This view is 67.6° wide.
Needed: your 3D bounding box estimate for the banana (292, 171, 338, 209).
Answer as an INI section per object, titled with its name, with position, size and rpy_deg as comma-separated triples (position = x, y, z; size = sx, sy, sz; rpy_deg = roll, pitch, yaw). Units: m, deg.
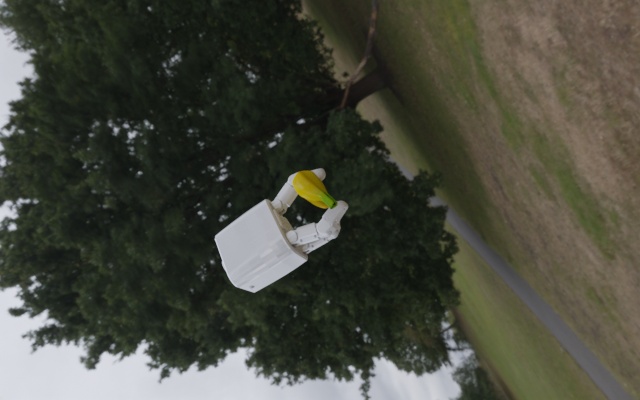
[banana]
position = -0.011, -0.013, 0.700
size = 0.037, 0.069, 0.198
rpy_deg = -36, 1, 1
